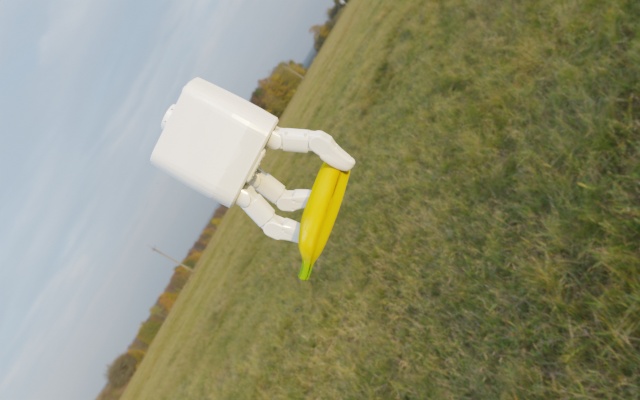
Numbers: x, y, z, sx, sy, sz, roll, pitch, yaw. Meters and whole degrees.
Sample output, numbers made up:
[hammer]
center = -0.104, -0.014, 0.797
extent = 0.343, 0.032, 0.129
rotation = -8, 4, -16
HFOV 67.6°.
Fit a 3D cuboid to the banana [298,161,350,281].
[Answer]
[banana]
center = 0.005, -0.006, 0.564
extent = 0.037, 0.197, 0.070
rotation = 24, -39, -5
